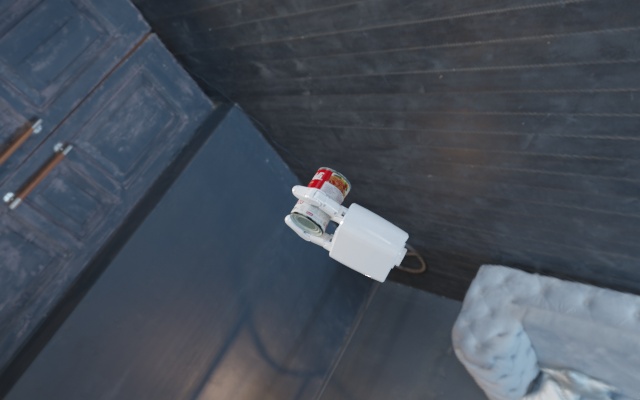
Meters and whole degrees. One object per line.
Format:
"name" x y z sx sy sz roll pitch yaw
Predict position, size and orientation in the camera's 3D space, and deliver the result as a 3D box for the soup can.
"soup can" 0.000 0.003 0.833 0.068 0.102 0.068 27 -23 12
